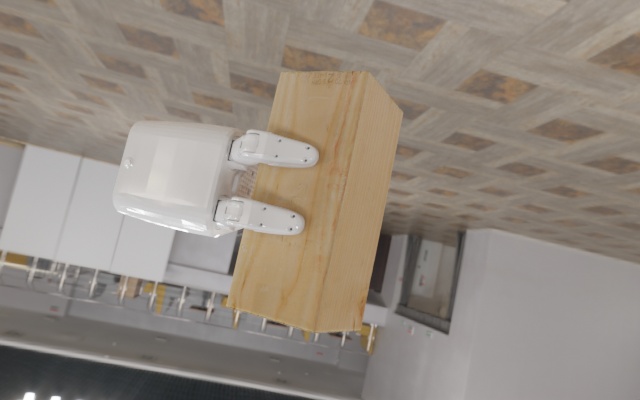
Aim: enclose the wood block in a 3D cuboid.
[{"bbox_3d":[0.000,0.002,0.421,0.090,0.206,0.091,8,-8,29],"label":"wood block"}]
